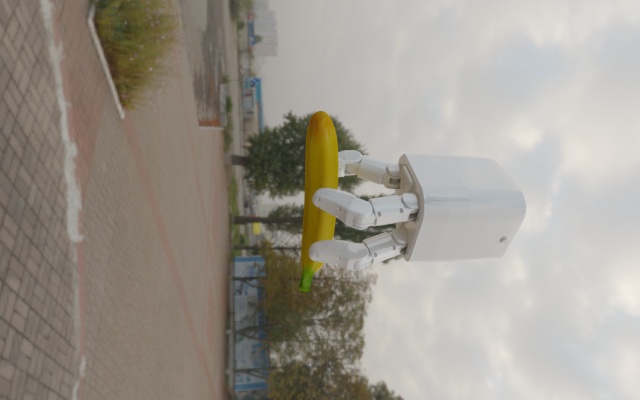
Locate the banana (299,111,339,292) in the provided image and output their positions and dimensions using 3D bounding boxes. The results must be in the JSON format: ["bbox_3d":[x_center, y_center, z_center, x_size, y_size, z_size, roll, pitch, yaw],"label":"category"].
[{"bbox_3d":[0.000,-0.002,0.508,0.037,0.198,0.069,3,22,-1],"label":"banana"}]
